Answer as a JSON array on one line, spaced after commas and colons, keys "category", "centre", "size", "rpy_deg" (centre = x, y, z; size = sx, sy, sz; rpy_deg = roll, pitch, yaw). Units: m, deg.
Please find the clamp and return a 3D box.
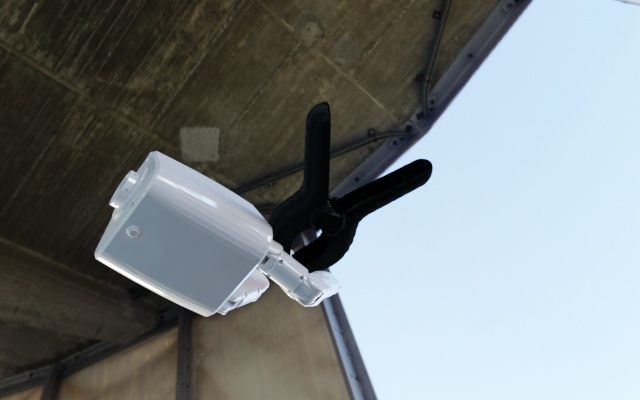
[{"category": "clamp", "centre": [0.000, 0.001, 0.408], "size": [0.120, 0.171, 0.039], "rpy_deg": [36, 17, -22]}]
